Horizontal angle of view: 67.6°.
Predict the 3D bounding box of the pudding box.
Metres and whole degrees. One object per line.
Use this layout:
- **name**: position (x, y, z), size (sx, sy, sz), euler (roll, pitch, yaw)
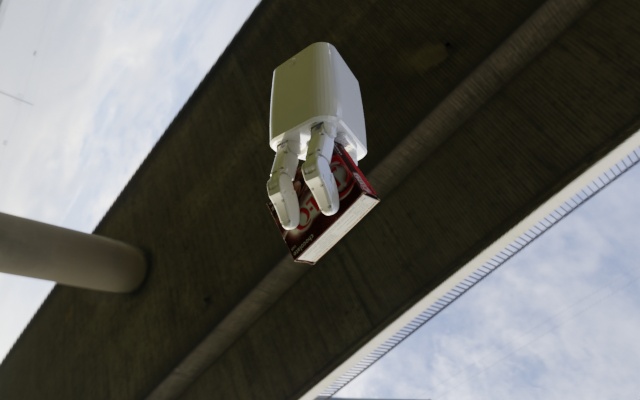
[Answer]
- **pudding box**: position (0.000, 0.002, 0.532), size (0.039, 0.090, 0.113), euler (19, -59, -45)
